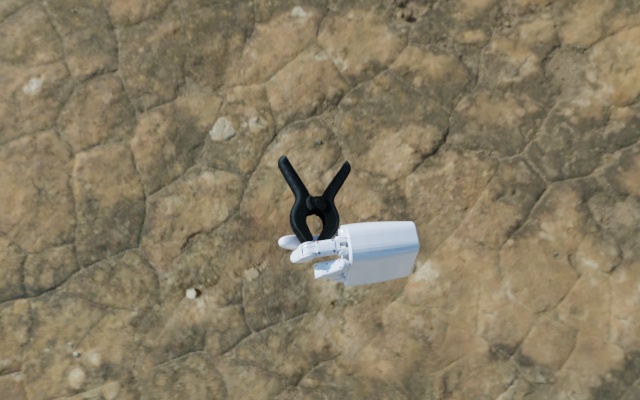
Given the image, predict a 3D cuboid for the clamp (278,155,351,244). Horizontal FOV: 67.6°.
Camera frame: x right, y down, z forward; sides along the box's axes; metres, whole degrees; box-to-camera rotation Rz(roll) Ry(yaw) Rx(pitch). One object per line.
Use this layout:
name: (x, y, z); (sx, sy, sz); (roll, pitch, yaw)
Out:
clamp: (0.000, 0.002, 0.763); (0.120, 0.171, 0.039); (-6, -19, -7)
